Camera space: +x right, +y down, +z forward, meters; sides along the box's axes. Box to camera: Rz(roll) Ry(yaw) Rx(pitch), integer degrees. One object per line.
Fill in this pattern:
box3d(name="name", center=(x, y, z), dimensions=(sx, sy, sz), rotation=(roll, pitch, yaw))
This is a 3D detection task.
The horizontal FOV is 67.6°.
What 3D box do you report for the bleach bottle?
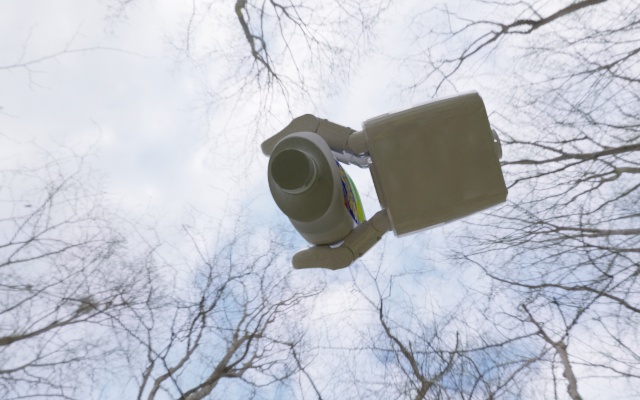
box3d(name="bleach bottle", center=(0.000, 0.001, 0.448), dimensions=(0.068, 0.102, 0.251), rotation=(-15, -9, 7))
